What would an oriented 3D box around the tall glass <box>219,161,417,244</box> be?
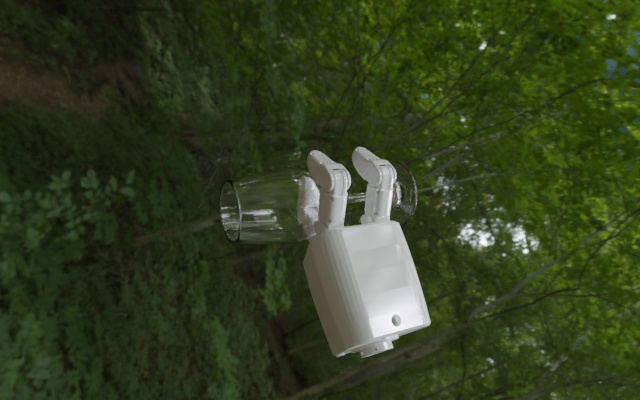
[{"bbox_3d":[0.001,0.001,0.502,0.201,0.079,0.079,-6,3,-28],"label":"tall glass"}]
